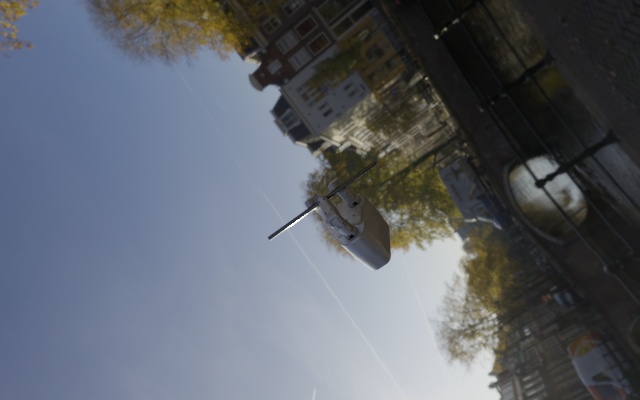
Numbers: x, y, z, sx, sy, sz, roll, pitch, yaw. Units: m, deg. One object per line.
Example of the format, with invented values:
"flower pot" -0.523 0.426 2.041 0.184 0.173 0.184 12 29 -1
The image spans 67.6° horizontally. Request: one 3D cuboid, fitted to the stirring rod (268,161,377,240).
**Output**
"stirring rod" 0.000 0.003 0.853 0.239 0.011 0.011 -35 -10 14
